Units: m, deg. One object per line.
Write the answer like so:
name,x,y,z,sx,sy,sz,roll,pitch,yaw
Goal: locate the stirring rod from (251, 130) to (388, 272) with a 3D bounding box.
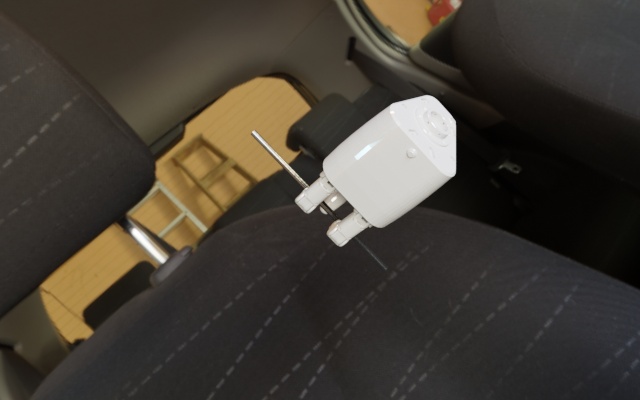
stirring rod,0.000,0.002,0.599,0.011,0.239,0.011,-44,6,5
